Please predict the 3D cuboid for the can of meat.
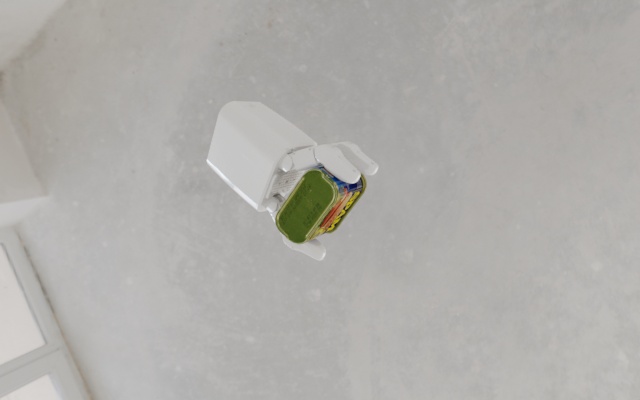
[{"bbox_3d":[0.000,0.002,0.596,0.057,0.102,0.084,42,25,15],"label":"can of meat"}]
